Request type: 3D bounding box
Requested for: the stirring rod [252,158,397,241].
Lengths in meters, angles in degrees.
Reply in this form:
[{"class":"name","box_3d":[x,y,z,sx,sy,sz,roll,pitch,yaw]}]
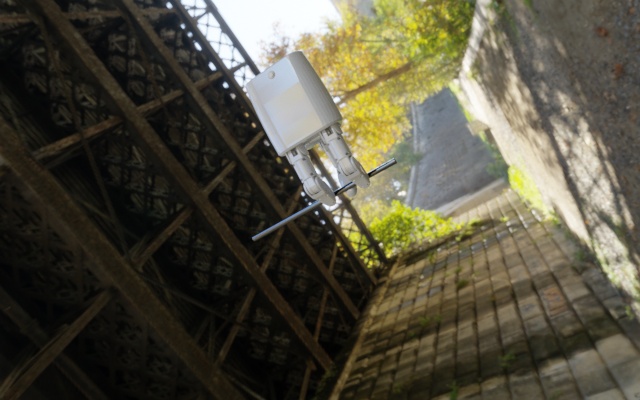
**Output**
[{"class":"stirring rod","box_3d":[0.000,0.002,0.674,0.239,0.011,0.011,-29,-10,19]}]
